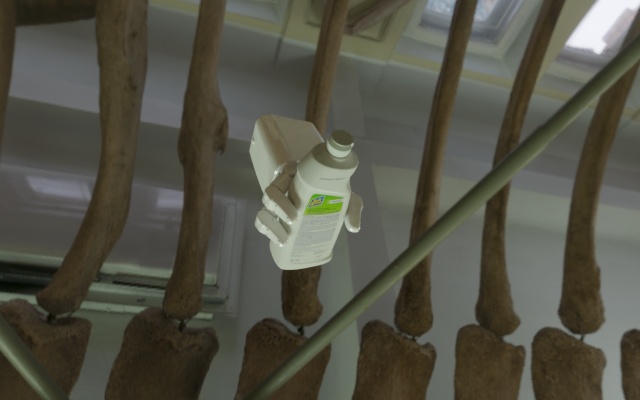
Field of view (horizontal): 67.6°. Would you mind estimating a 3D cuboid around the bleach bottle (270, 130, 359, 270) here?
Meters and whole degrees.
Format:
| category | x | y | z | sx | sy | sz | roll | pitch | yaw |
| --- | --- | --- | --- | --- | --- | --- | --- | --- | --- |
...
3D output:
| category | x | y | z | sx | sy | sz | roll | pitch | yaw |
| --- | --- | --- | --- | --- | --- | --- | --- | --- | --- |
| bleach bottle | 0.000 | 0.002 | 0.667 | 0.102 | 0.068 | 0.251 | -9 | -35 | -26 |
